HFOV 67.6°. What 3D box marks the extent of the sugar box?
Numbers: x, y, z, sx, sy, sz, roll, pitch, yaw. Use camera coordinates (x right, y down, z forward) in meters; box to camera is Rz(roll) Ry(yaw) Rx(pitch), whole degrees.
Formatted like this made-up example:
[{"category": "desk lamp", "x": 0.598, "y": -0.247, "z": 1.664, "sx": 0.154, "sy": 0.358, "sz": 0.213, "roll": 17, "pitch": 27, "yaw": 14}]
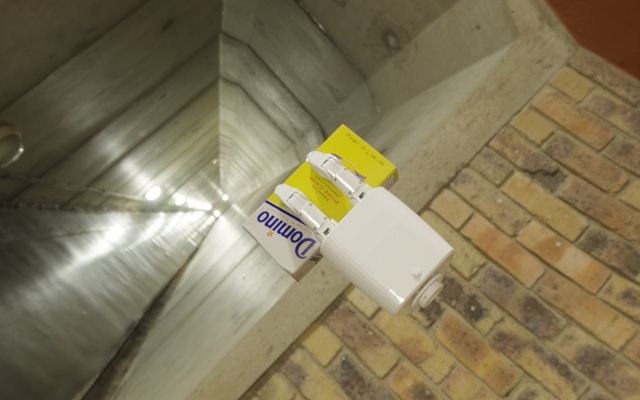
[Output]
[{"category": "sugar box", "x": 0.000, "y": 0.002, "z": 0.576, "sx": 0.093, "sy": 0.176, "sz": 0.048, "roll": 42, "pitch": -8, "yaw": 22}]
